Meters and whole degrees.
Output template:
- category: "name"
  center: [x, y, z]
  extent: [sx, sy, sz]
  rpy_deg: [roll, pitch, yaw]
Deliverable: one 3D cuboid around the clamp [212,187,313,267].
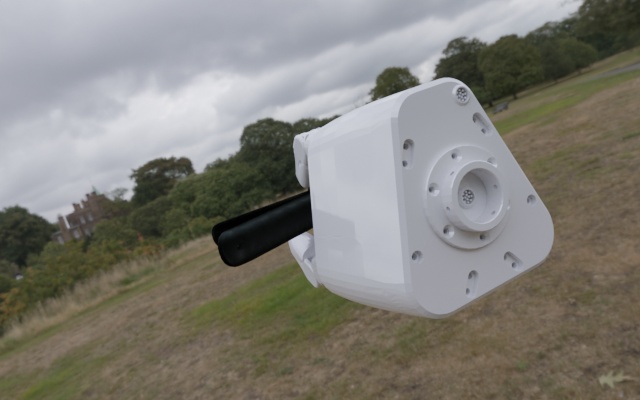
- category: "clamp"
  center: [0.000, 0.000, 0.412]
  extent: [0.210, 0.036, 0.164]
  rpy_deg: [-22, 6, -20]
